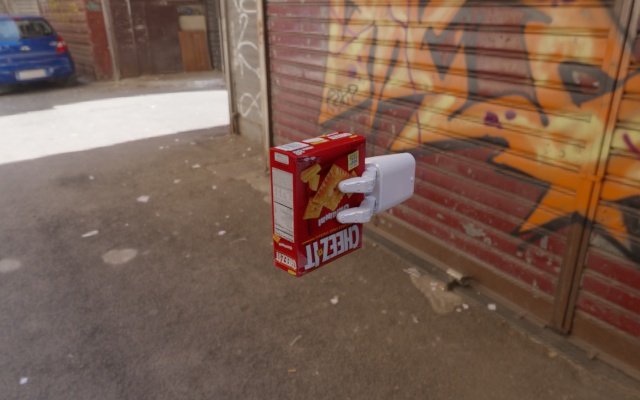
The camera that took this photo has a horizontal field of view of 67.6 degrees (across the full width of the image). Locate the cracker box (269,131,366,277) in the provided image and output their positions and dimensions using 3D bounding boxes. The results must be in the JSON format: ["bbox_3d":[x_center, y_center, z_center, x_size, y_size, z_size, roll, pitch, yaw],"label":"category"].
[{"bbox_3d":[0.000,0.002,0.817,0.164,0.214,0.072,-19,29,-39],"label":"cracker box"}]
